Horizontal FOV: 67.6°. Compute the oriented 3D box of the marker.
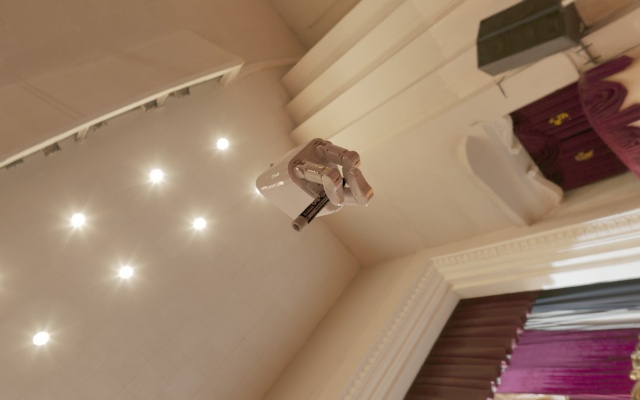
[{"bbox_3d":[0.000,0.002,0.701,0.020,0.020,0.121,0,36,44],"label":"marker"}]
